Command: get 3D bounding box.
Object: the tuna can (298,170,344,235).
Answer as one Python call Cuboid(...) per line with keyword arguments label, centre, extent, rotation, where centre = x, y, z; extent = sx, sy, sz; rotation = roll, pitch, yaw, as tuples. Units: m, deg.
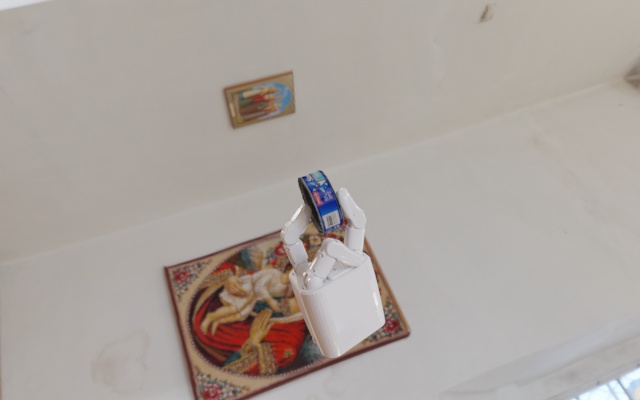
Cuboid(label="tuna can", centre=(0.001, 0.002, 0.661), extent=(0.034, 0.086, 0.086), rotation=(-22, 4, -9))
